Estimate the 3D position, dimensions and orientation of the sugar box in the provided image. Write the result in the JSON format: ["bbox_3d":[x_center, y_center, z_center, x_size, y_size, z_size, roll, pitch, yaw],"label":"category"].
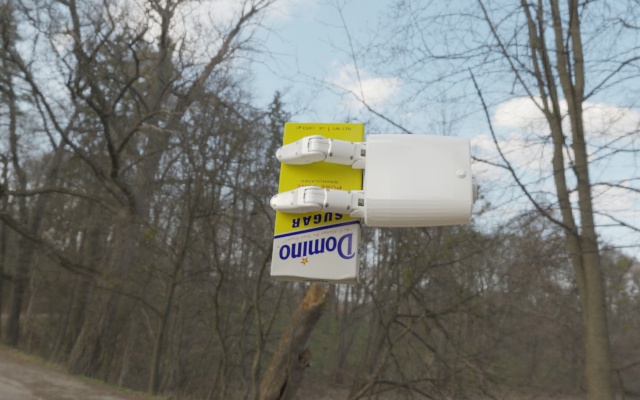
[{"bbox_3d":[0.000,0.001,0.531,0.093,0.176,0.048,1,-18,8],"label":"sugar box"}]
